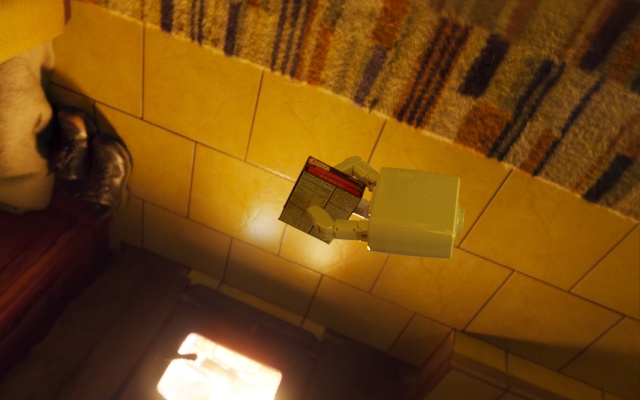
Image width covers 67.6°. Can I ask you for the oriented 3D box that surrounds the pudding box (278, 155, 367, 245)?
[{"bbox_3d":[0.000,0.002,0.675,0.090,0.114,0.039,27,41,-4],"label":"pudding box"}]
